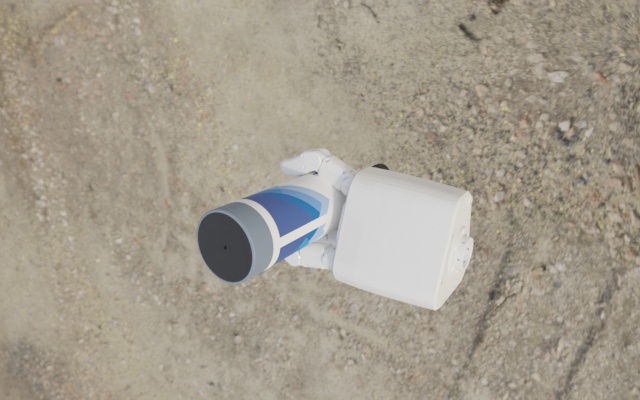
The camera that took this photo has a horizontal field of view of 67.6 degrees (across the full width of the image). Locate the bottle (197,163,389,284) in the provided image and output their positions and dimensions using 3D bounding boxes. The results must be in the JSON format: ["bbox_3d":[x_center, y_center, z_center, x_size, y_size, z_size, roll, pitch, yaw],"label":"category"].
[{"bbox_3d":[0.000,0.002,0.515,0.069,0.069,0.295,0,15,34],"label":"bottle"}]
